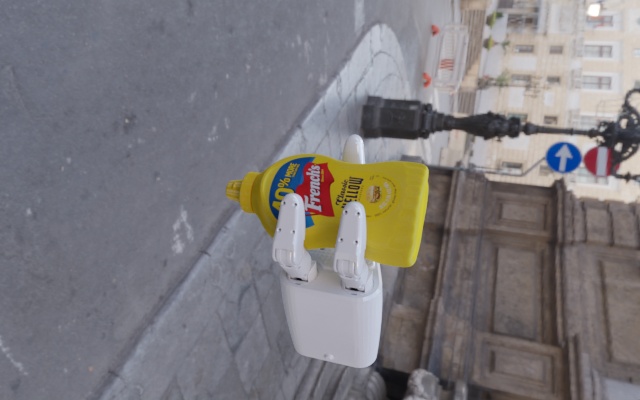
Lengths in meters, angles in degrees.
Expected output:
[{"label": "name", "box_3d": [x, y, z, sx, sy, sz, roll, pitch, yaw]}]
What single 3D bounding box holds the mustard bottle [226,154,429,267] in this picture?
[{"label": "mustard bottle", "box_3d": [0.000, 0.001, 0.450, 0.191, 0.096, 0.058, 7, -28, 17]}]
